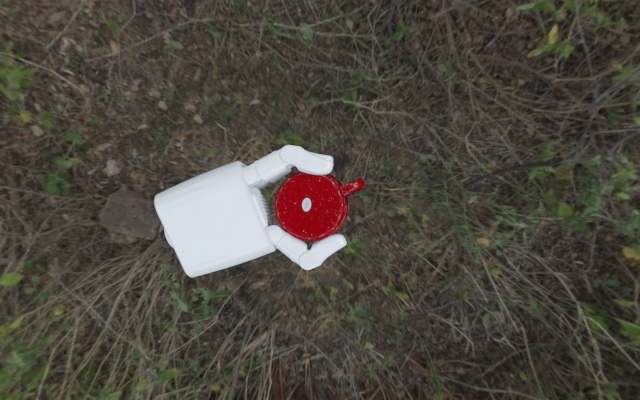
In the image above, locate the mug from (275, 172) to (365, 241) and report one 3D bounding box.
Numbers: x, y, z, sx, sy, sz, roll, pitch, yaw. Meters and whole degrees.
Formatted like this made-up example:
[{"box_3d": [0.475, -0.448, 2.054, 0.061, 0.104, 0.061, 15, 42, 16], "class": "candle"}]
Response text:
[{"box_3d": [0.001, 0.001, 0.582, 0.117, 0.093, 0.081, -21, -1, 2], "class": "mug"}]
